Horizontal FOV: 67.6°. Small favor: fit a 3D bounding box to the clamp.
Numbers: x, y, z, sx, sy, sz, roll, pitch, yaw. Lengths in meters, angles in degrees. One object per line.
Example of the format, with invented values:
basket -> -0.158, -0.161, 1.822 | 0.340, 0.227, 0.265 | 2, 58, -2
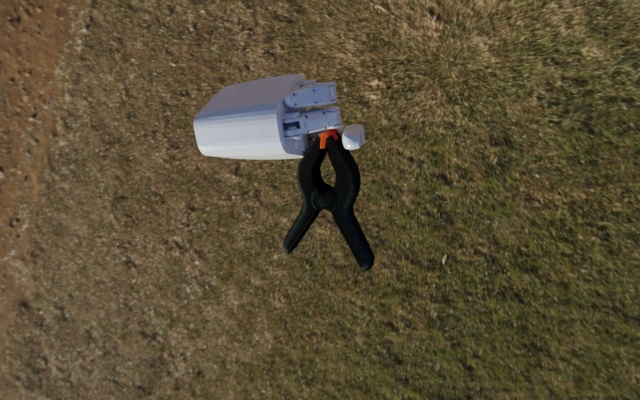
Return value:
clamp -> 0.000, 0.002, 0.573 | 0.120, 0.171, 0.039 | -1, 15, 21
